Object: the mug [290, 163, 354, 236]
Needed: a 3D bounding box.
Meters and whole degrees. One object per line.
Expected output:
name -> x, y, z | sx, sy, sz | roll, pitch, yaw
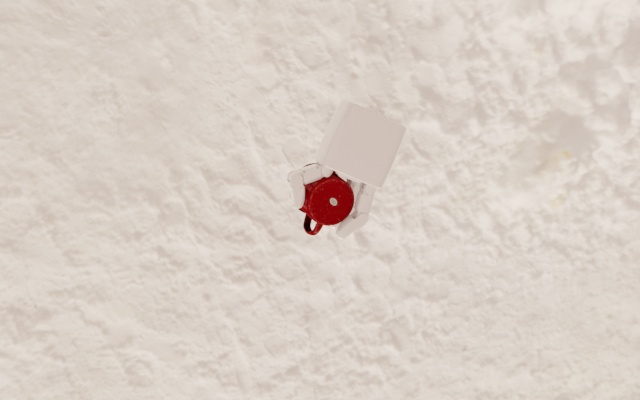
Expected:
mug -> 0.000, 0.004, 0.790 | 0.093, 0.117, 0.081 | 18, 11, -25
